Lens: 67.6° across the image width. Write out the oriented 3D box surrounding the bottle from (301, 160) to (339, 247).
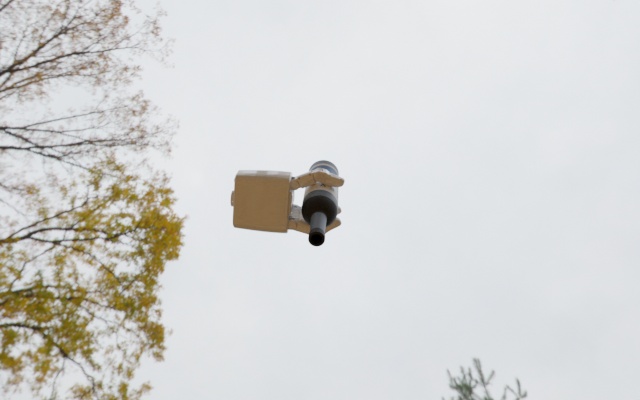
[{"bbox_3d":[0.000,0.003,0.899,0.069,0.069,0.295,0,24,3],"label":"bottle"}]
